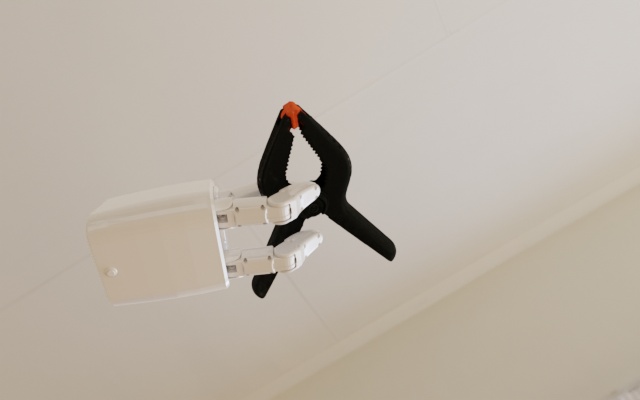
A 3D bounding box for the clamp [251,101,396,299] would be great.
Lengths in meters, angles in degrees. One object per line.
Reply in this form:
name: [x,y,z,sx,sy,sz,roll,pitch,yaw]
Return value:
clamp: [0.000,0.001,0.489,0.164,0.210,0.036,-10,29,-11]
